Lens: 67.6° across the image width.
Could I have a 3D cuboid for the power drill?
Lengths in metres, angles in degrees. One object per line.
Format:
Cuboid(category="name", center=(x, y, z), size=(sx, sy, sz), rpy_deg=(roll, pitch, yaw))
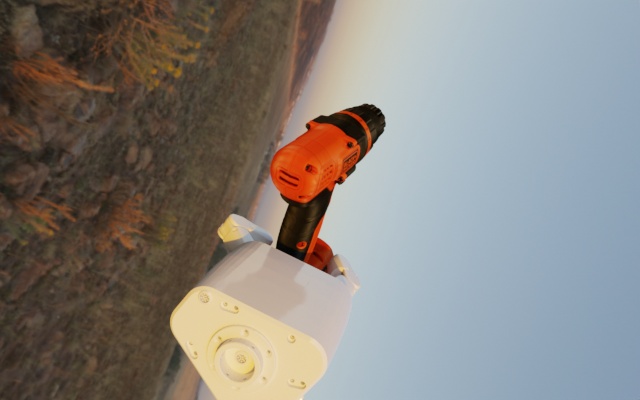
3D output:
Cuboid(category="power drill", center=(0.000, 0.002, 0.478), size=(0.057, 0.188, 0.184), rpy_deg=(26, 33, 19))
